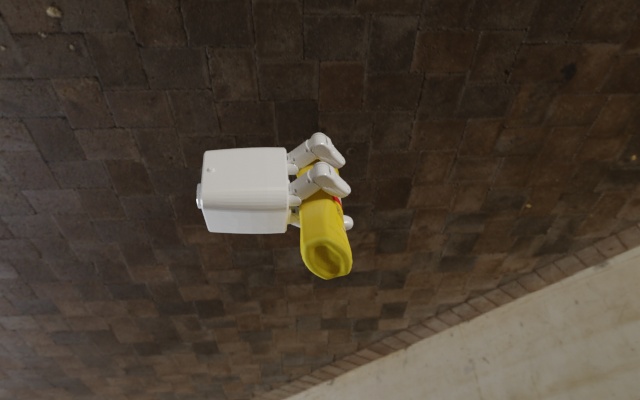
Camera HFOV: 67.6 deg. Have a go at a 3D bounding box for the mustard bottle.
[{"bbox_3d":[0.000,0.002,0.641,0.058,0.191,0.096,-17,-41,12],"label":"mustard bottle"}]
